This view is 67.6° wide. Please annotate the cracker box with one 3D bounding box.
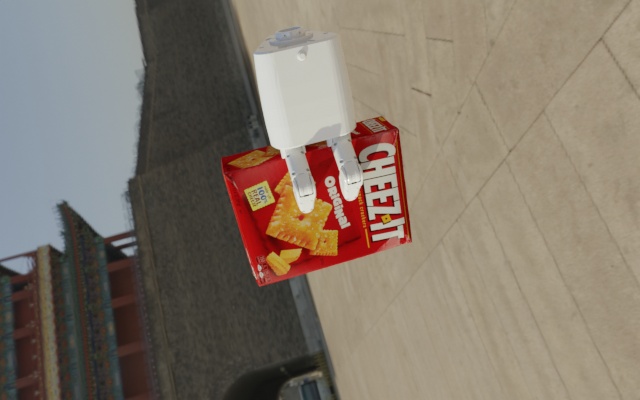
[{"bbox_3d":[0.000,0.002,0.607,0.213,0.164,0.072,-15,26,-7],"label":"cracker box"}]
